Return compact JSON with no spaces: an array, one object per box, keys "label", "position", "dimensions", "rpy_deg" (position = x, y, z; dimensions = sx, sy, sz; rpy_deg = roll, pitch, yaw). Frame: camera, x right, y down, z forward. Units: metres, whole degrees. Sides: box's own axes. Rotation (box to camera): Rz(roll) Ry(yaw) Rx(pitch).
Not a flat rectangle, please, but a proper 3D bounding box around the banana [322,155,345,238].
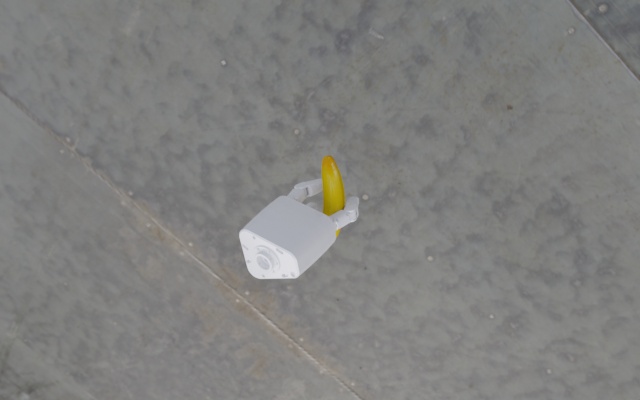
[{"label":"banana","position":[0.013,0.016,0.818],"dimensions":[0.037,0.198,0.069],"rpy_deg":[-30,57,-36]}]
